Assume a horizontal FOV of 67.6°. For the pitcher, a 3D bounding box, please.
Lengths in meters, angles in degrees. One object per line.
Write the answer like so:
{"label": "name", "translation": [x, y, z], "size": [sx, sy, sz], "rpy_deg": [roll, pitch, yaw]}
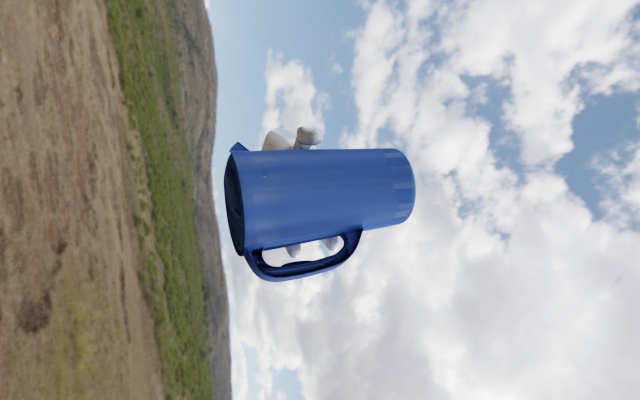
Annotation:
{"label": "pitcher", "translation": [0.000, 0.002, 0.629], "size": [0.243, 0.149, 0.145], "rpy_deg": [-6, 23, -19]}
